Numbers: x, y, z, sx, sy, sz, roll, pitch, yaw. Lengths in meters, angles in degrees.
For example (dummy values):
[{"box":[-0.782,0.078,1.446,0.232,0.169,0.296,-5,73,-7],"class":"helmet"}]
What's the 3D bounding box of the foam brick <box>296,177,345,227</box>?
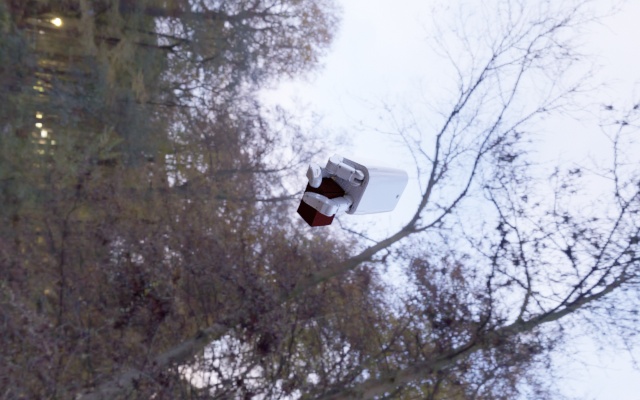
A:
[{"box":[0.000,0.003,0.880,0.051,0.078,0.053,-3,37,-40],"class":"foam brick"}]
